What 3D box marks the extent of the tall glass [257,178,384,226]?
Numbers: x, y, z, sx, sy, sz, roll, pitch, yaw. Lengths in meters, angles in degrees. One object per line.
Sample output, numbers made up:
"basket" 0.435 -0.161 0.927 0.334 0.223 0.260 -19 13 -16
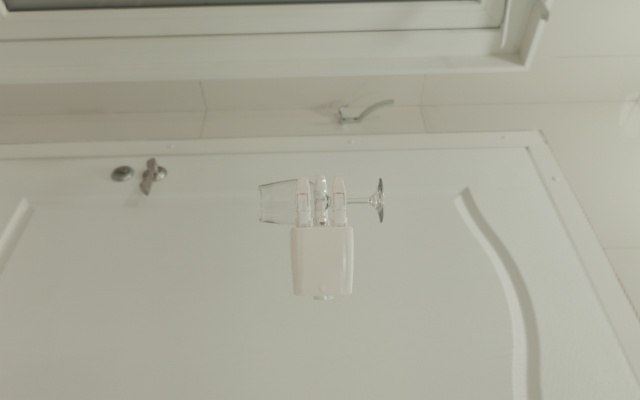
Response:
"tall glass" 0.001 0.002 0.785 0.201 0.079 0.079 -1 0 0
